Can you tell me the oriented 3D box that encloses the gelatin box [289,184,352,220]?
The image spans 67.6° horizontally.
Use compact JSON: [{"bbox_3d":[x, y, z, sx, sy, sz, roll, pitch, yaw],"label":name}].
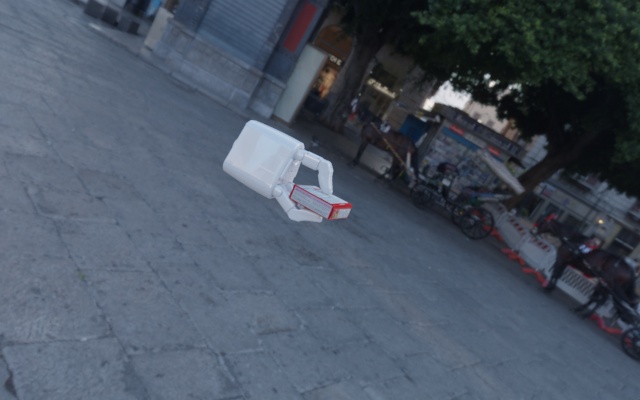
[{"bbox_3d":[0.001,0.002,0.836,0.089,0.030,0.073,27,13,25],"label":"gelatin box"}]
